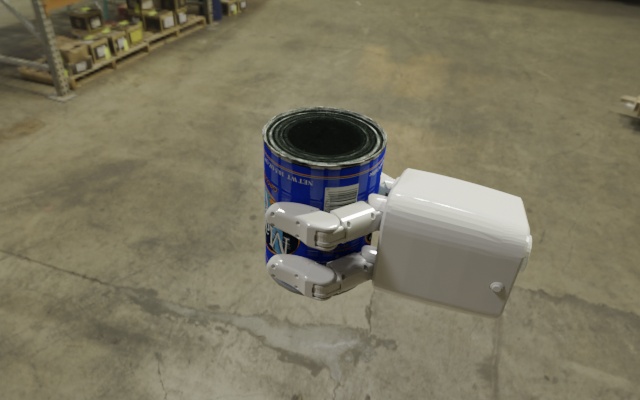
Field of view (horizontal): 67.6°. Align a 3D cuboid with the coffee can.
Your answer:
[{"bbox_3d":[0.000,0.001,0.430,0.103,0.140,0.102,2,36,-2],"label":"coffee can"}]
